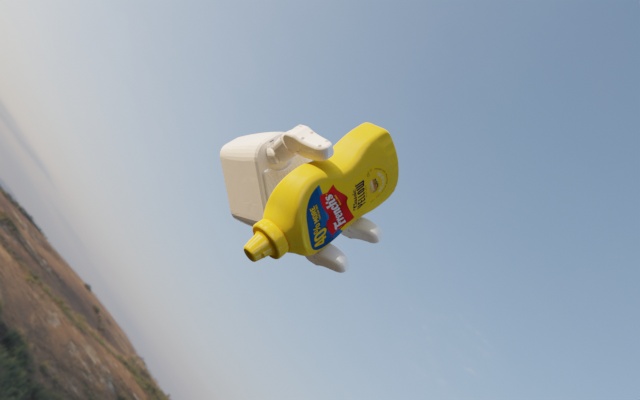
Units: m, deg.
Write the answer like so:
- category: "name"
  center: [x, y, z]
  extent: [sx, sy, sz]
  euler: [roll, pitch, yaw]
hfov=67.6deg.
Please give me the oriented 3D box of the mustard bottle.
- category: "mustard bottle"
  center: [0.000, 0.002, 0.495]
  extent: [0.191, 0.096, 0.058]
  euler: [-36, 48, -28]
